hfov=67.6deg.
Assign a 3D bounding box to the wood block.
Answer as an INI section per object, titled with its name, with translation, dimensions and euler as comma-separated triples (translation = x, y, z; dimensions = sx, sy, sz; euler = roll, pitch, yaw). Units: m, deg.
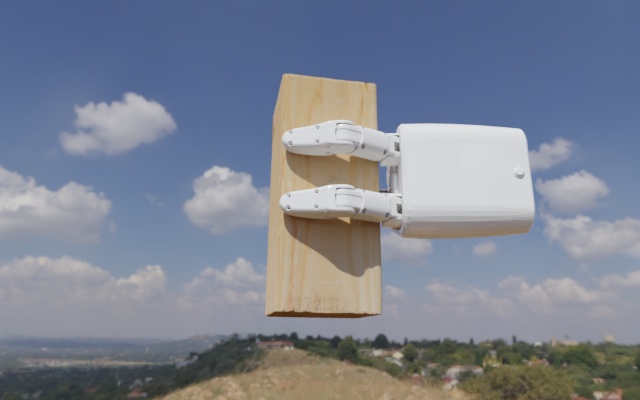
[wood block]
translation = 0.000, 0.001, 0.442
dimensions = 0.090, 0.206, 0.091
euler = 4, -17, -10
